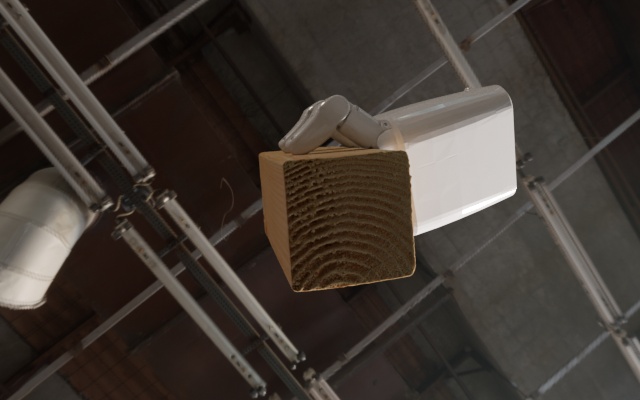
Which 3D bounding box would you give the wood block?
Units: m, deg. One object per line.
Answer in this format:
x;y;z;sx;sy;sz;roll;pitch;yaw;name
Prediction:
0.000;0.002;0.420;0.090;0.091;0.206;-6;8;-11;wood block
